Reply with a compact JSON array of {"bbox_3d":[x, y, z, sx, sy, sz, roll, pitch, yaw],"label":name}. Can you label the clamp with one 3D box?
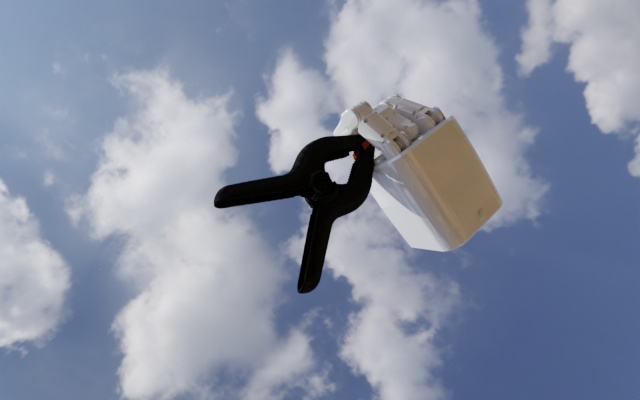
[{"bbox_3d":[0.000,0.001,0.453,0.171,0.120,0.039,-35,3,-25],"label":"clamp"}]
